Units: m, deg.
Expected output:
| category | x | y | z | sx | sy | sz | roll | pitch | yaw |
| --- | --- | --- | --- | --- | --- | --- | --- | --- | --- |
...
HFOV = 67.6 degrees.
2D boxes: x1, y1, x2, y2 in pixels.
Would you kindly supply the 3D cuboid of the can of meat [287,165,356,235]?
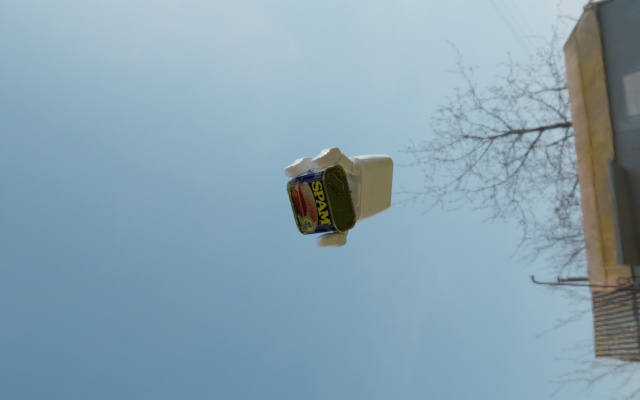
| category | x | y | z | sx | sy | sz | roll | pitch | yaw |
| --- | --- | --- | --- | --- | --- | --- | --- | --- | --- |
| can of meat | 0.000 | 0.003 | 0.763 | 0.084 | 0.102 | 0.057 | -10 | 5 | 40 |
